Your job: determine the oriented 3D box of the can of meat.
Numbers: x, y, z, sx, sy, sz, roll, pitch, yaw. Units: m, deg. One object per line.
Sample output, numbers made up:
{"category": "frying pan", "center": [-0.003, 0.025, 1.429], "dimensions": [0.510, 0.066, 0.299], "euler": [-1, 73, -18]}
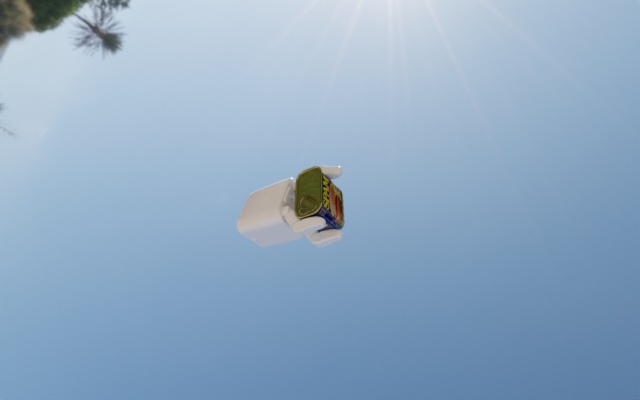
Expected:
{"category": "can of meat", "center": [0.000, 0.003, 0.873], "dimensions": [0.057, 0.102, 0.084], "euler": [-20, -39, 26]}
